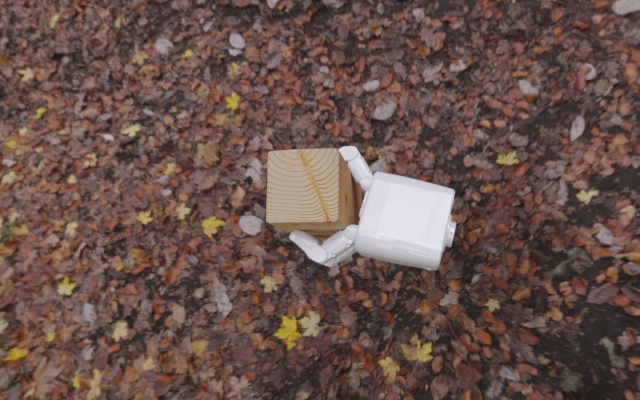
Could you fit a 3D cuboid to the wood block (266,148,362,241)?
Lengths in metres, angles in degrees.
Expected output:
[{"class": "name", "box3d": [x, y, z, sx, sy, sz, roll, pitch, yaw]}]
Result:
[{"class": "wood block", "box3d": [0.000, 0.002, 0.661, 0.090, 0.090, 0.206, -1, -12, 12]}]
